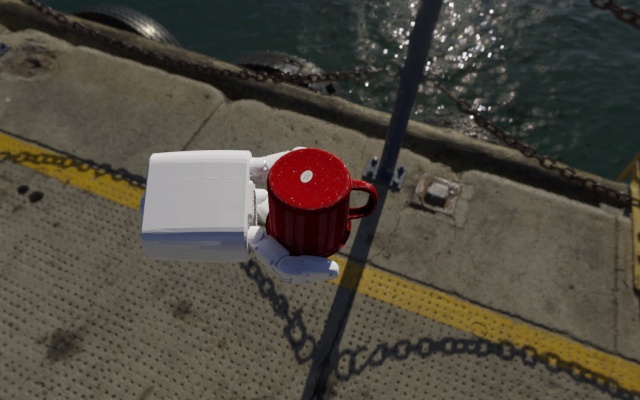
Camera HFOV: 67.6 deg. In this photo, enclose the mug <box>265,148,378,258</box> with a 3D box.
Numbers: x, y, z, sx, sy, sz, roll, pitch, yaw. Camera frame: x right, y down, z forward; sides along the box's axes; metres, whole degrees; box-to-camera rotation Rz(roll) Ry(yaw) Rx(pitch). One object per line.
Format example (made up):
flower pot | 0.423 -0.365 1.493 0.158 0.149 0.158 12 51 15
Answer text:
mug | 0.002 0.002 0.484 0.117 0.093 0.082 -1 -36 -3
